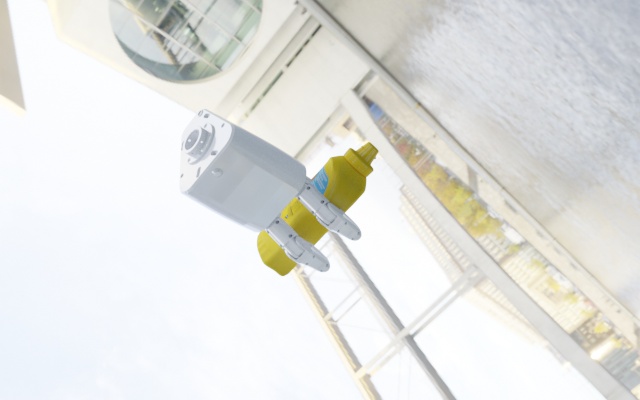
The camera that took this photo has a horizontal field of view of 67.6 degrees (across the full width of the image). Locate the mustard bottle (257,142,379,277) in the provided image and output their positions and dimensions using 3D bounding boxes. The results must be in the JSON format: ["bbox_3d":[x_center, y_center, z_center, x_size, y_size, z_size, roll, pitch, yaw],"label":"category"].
[{"bbox_3d":[0.000,0.002,0.597,0.058,0.192,0.096,39,14,-17],"label":"mustard bottle"}]
